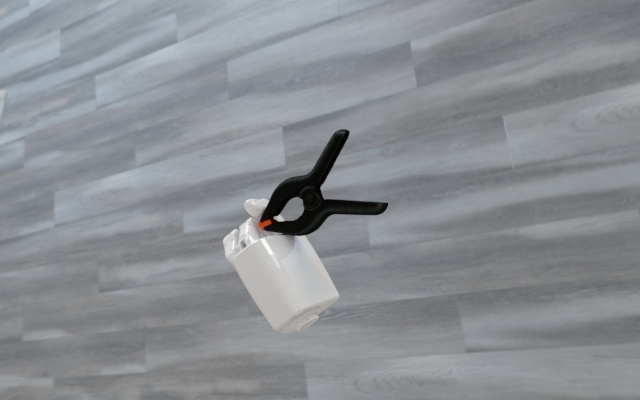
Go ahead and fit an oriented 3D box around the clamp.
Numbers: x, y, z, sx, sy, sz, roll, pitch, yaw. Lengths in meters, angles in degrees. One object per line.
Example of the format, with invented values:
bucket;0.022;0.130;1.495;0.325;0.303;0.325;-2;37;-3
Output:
clamp;0.000;0.002;0.624;0.171;0.120;0.039;-39;-18;15
